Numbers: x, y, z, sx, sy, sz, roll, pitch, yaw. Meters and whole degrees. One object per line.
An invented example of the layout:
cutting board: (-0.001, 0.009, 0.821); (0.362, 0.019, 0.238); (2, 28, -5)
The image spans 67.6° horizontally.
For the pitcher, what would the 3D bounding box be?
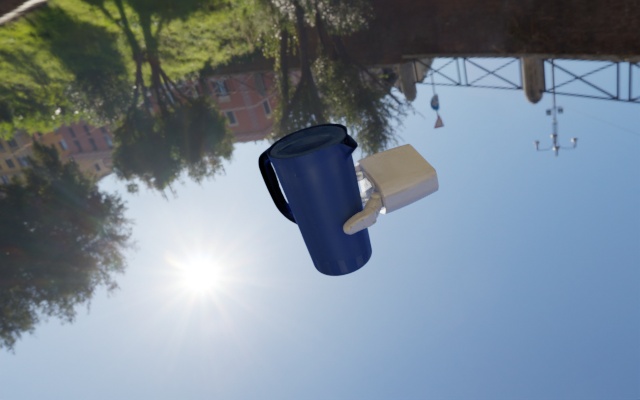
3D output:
pitcher: (0.000, 0.003, 0.808); (0.145, 0.243, 0.149); (-22, 26, -11)
